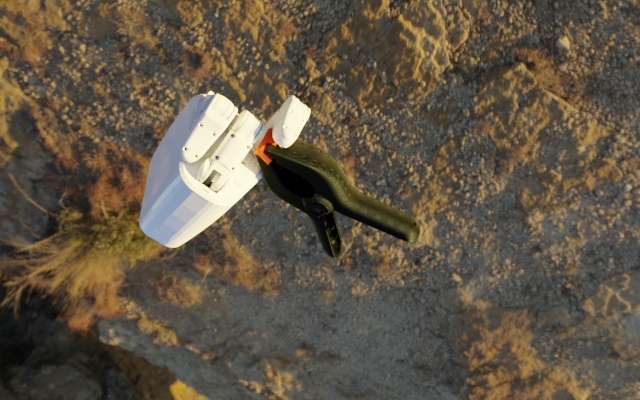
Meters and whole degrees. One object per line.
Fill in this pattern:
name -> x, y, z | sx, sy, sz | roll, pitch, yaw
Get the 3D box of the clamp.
clamp -> 0.000, 0.002, 0.465 | 0.171, 0.039, 0.120 | 39, -44, -17
